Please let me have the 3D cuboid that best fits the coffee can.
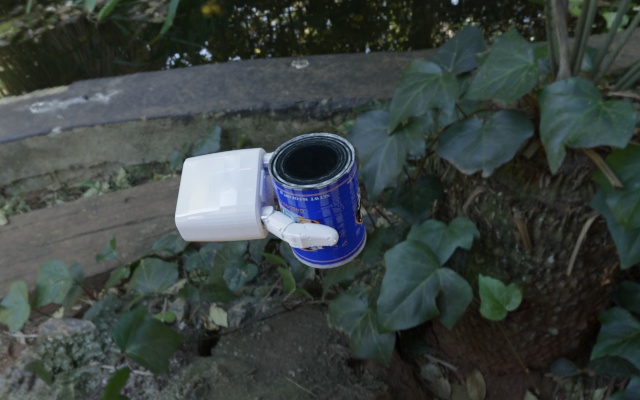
[{"bbox_3d":[0.000,0.002,0.599,0.103,0.140,0.102,-6,43,6],"label":"coffee can"}]
